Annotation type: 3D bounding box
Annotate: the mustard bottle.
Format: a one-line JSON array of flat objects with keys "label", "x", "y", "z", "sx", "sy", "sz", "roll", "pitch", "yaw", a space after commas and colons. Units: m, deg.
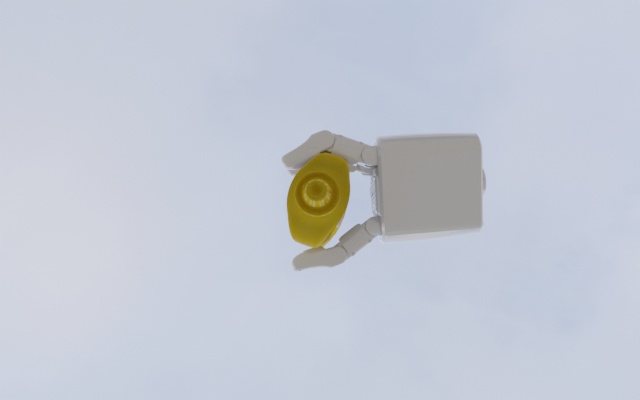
[{"label": "mustard bottle", "x": 0.000, "y": 0.002, "z": 0.499, "sx": 0.058, "sy": 0.096, "sz": 0.191, "roll": 21, "pitch": -5, "yaw": 3}]
